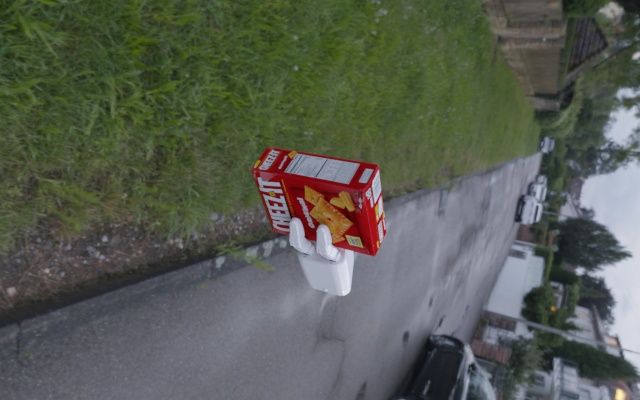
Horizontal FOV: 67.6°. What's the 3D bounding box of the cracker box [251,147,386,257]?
[{"bbox_3d":[0.000,0.003,0.839,0.213,0.164,0.072,11,48,24],"label":"cracker box"}]
